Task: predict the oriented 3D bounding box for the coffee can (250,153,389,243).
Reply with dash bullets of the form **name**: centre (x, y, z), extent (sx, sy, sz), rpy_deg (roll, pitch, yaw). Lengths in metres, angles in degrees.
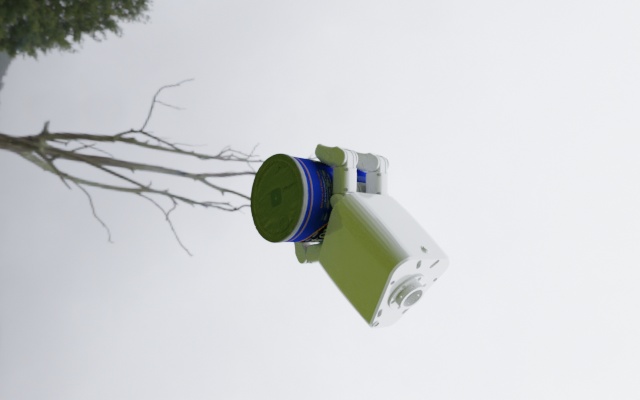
- **coffee can**: centre (0.000, 0.002, 0.588), extent (0.140, 0.103, 0.103), rpy_deg (5, -4, -41)
